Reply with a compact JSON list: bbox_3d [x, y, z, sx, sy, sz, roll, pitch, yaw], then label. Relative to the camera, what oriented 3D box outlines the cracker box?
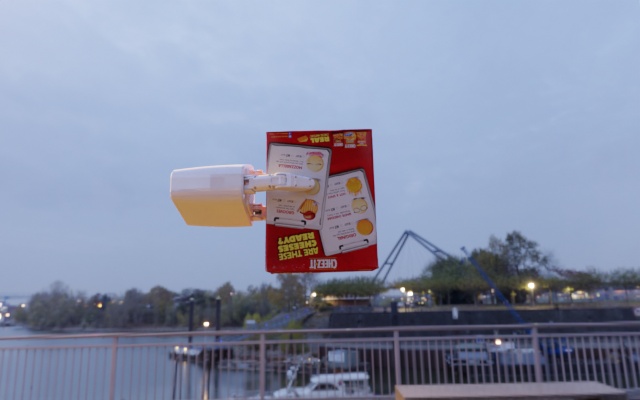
[{"bbox_3d":[0.000,0.002,0.730,0.164,0.213,0.072,-2,-12,1],"label":"cracker box"}]
